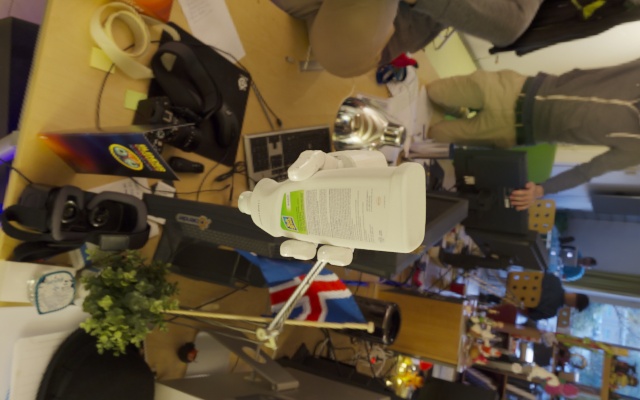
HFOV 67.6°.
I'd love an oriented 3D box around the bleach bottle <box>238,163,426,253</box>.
[{"bbox_3d":[0.000,0.002,0.592,0.251,0.102,0.068,4,12,33],"label":"bleach bottle"}]
